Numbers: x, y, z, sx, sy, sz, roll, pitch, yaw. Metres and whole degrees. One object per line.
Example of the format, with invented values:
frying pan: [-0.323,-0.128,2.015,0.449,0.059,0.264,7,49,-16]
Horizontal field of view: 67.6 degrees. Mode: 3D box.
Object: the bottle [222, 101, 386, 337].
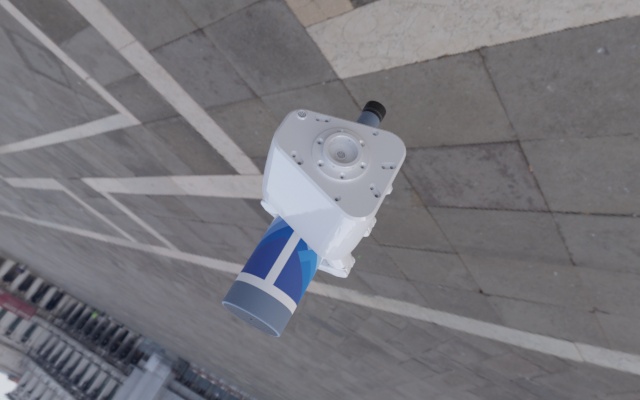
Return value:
bottle: [0.000,0.002,0.528,0.069,0.295,0.069,25,-25,13]
